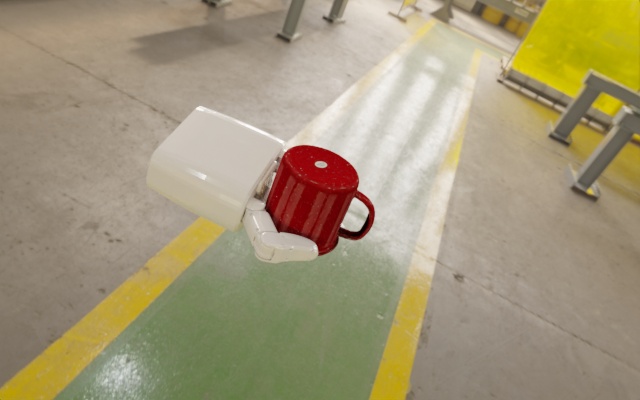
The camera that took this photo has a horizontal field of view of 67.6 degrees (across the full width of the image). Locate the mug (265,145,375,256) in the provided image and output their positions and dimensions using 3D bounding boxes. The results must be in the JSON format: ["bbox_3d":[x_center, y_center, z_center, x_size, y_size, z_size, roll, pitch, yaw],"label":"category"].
[{"bbox_3d":[0.001,0.002,0.490,0.117,0.081,0.093,25,32,2],"label":"mug"}]
